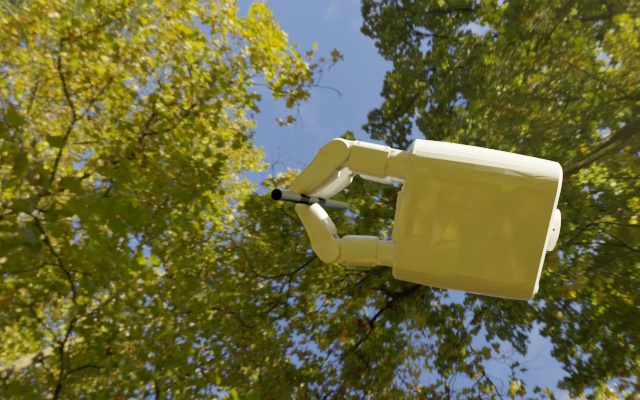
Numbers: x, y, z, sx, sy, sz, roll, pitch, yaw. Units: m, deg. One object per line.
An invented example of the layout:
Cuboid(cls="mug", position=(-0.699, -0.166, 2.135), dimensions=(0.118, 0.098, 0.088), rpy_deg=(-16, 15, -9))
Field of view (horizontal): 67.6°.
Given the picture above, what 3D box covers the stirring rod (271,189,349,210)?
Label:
Cuboid(cls="stirring rod", position=(0.000, 0.001, 0.435), dimensions=(0.011, 0.011, 0.239), rpy_deg=(0, -3, 14))
